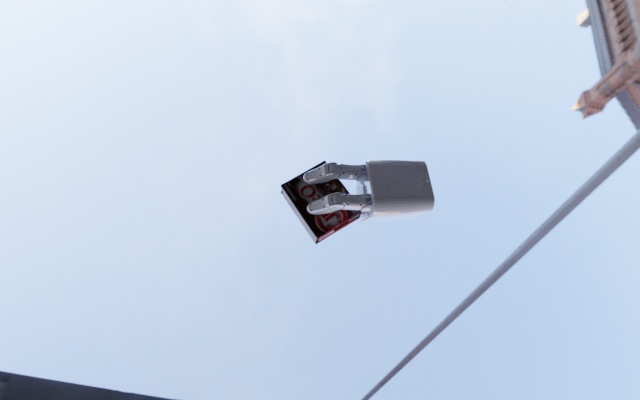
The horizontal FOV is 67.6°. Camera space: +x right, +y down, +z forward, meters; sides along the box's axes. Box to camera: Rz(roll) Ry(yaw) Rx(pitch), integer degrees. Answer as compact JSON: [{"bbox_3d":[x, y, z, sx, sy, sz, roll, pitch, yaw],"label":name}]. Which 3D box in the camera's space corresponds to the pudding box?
[{"bbox_3d":[0.000,0.003,0.791,0.090,0.113,0.039,-30,-20,-18],"label":"pudding box"}]
